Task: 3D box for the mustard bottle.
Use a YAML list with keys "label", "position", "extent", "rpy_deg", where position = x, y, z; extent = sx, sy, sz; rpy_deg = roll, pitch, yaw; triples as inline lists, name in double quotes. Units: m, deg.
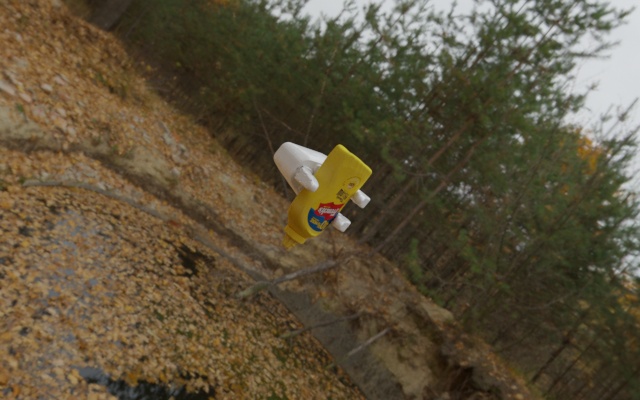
- label: "mustard bottle"
  position: [0.000, 0.003, 0.802]
  extent: [0.058, 0.191, 0.096]
  rpy_deg: [42, 6, 31]
